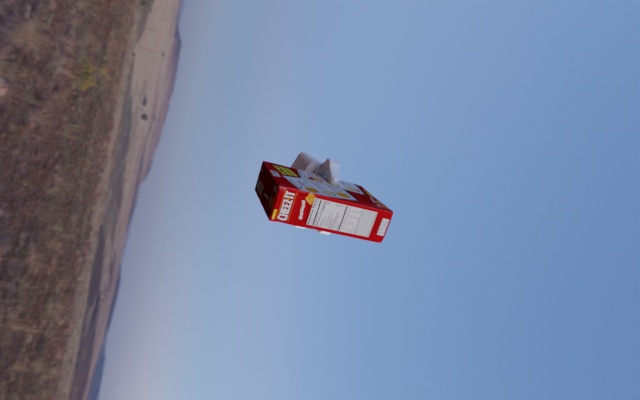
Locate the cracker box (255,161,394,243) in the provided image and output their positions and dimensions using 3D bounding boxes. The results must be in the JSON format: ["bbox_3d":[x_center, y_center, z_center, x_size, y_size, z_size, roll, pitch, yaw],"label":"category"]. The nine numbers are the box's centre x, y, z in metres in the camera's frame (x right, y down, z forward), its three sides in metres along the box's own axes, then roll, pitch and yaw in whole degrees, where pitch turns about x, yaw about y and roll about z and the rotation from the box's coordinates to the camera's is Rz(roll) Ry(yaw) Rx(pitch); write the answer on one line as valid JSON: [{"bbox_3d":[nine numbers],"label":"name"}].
[{"bbox_3d":[0.000,0.003,0.869,0.214,0.072,0.164,12,15,-20],"label":"cracker box"}]
